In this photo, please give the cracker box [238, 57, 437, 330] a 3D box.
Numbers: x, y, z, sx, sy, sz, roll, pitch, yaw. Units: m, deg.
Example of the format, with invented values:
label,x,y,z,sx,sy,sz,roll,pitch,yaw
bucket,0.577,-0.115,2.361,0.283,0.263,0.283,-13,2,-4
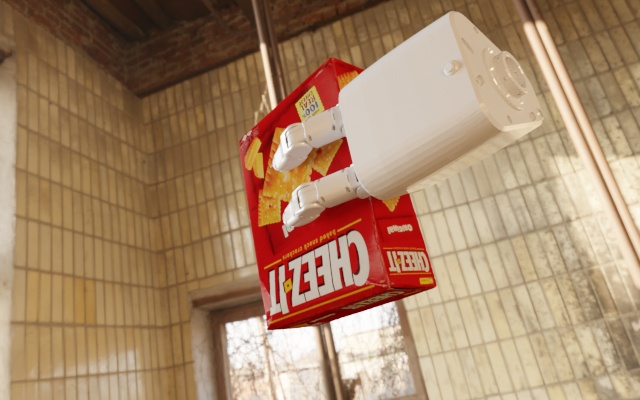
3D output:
label,x,y,z,sx,sy,sz,roll,pitch,yaw
cracker box,0.000,0.001,0.460,0.072,0.213,0.164,7,-27,-42
